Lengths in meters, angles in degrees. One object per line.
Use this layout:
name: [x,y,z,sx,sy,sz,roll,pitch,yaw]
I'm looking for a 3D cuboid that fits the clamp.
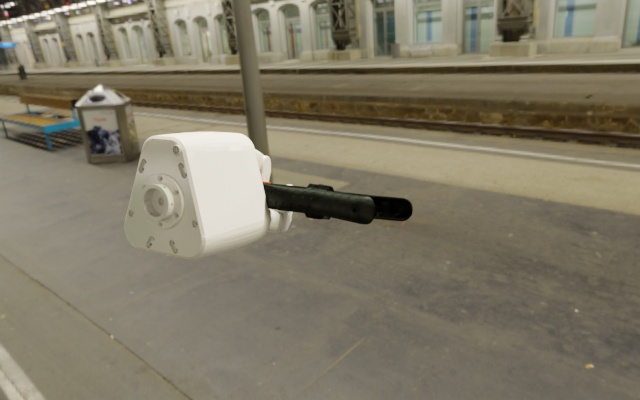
clamp: [0.000,0.001,0.485,0.171,0.039,0.120,4,-4,19]
